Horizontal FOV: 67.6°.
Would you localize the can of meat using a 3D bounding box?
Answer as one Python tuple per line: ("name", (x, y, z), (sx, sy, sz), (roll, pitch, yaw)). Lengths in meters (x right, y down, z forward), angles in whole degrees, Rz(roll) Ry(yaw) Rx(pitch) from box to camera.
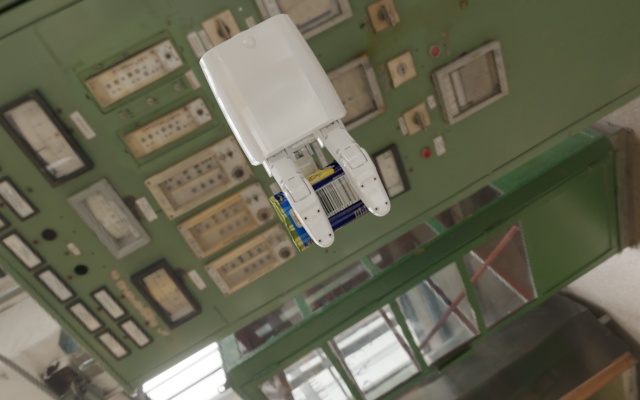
("can of meat", (0.000, 0.002, 0.466), (0.084, 0.057, 0.102), (-29, 8, -6))
